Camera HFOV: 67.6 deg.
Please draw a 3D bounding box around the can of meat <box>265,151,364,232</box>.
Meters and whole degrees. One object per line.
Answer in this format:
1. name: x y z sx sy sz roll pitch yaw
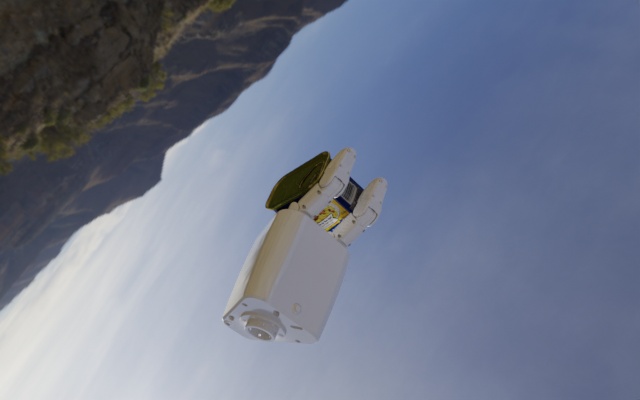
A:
1. can of meat: 0.000 0.002 0.565 0.084 0.057 0.102 41 -45 -23
